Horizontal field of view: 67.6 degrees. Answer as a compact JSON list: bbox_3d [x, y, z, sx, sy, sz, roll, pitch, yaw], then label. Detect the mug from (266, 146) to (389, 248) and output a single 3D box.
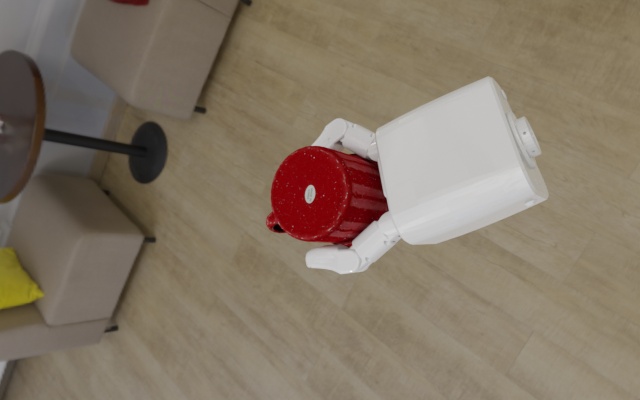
[{"bbox_3d":[-0.001,0.002,0.435,0.117,0.093,0.081,-25,-18,28],"label":"mug"}]
